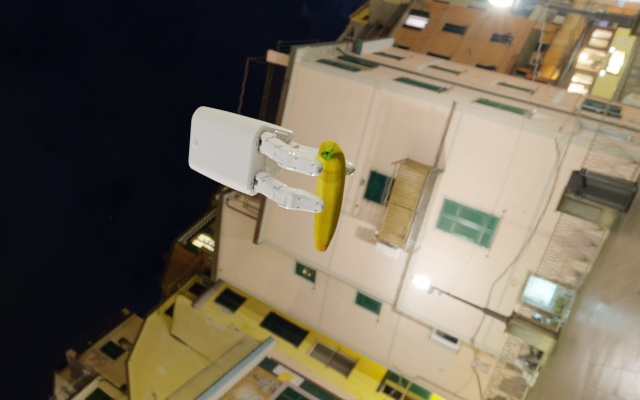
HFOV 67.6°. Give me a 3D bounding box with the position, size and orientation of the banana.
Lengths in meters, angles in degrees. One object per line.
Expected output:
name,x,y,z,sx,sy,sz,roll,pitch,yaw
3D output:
banana,0.008,-0.013,0.642,0.037,0.198,0.069,20,51,17
